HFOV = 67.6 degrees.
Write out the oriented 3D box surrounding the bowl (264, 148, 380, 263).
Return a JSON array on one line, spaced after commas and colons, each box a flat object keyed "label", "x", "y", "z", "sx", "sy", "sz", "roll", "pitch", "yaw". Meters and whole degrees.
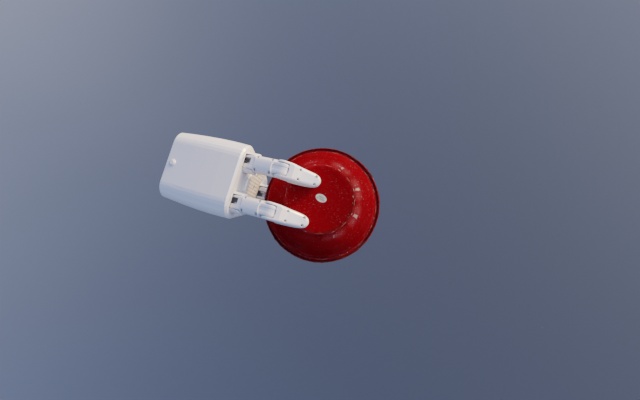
[{"label": "bowl", "x": 0.001, "y": 0.002, "z": 0.641, "sx": 0.162, "sy": 0.162, "sz": 0.055, "roll": 0, "pitch": -8, "yaw": 3}]
